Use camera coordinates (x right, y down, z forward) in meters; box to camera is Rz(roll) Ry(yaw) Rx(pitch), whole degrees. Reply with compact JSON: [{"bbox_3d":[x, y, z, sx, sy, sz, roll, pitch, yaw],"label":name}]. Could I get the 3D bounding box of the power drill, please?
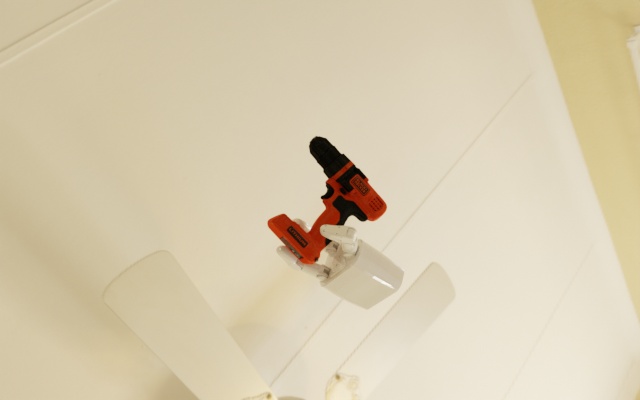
[{"bbox_3d":[0.000,0.003,0.825,0.187,0.184,0.057,-43,0,-17],"label":"power drill"}]
